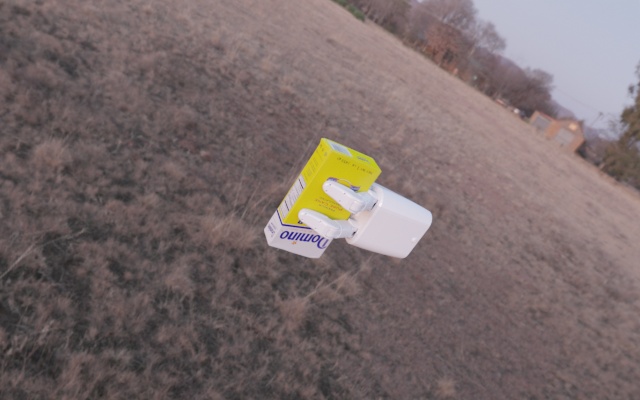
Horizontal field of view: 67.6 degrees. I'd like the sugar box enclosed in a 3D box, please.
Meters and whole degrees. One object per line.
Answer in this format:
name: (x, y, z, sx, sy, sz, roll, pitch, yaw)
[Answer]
sugar box: (0.000, 0.003, 0.699, 0.093, 0.176, 0.048, 19, 24, -30)
